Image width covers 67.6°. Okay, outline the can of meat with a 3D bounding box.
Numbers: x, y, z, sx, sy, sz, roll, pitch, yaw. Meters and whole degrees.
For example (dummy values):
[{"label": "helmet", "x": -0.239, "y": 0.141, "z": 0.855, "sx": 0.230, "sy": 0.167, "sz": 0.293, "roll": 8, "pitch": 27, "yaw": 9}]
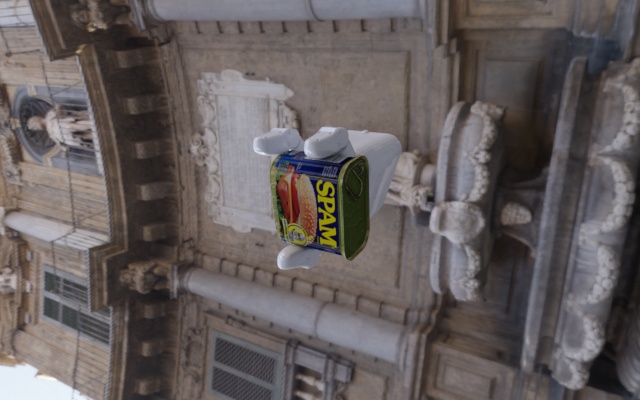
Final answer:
[{"label": "can of meat", "x": 0.000, "y": 0.002, "z": 0.483, "sx": 0.084, "sy": 0.102, "sz": 0.057, "roll": 10, "pitch": 27, "yaw": 29}]
